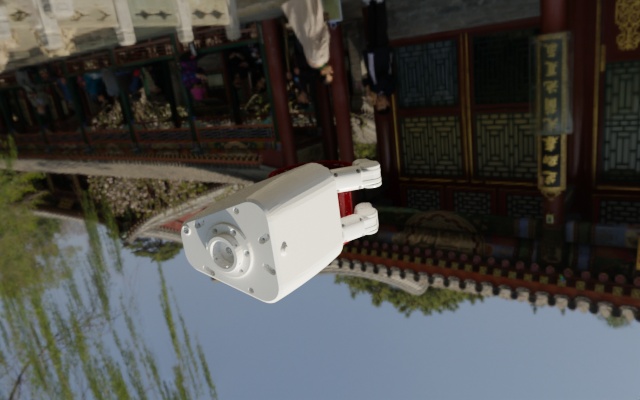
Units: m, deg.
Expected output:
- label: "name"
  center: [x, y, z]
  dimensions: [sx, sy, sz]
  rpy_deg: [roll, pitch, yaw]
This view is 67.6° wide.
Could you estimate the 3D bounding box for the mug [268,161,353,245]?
- label: "mug"
  center: [0.001, 0.002, 0.540]
  dimensions: [0.093, 0.081, 0.117]
  rpy_deg: [2, 18, 31]
